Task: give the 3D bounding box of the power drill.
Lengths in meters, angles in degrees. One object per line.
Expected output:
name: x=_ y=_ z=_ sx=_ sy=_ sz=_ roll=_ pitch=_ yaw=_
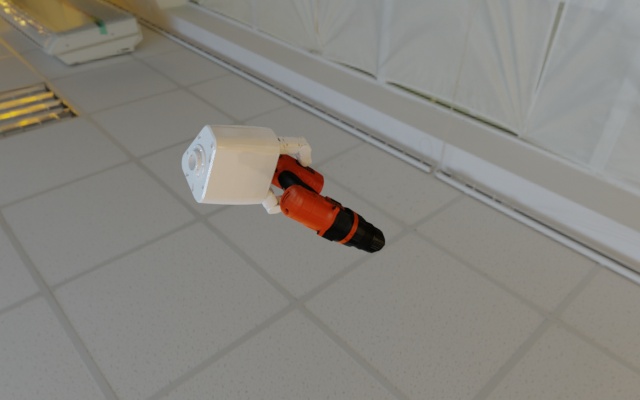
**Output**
power drill: x=0.000 y=0.002 z=0.742 sx=0.184 sy=0.057 sz=0.187 roll=29 pitch=10 yaw=-32
